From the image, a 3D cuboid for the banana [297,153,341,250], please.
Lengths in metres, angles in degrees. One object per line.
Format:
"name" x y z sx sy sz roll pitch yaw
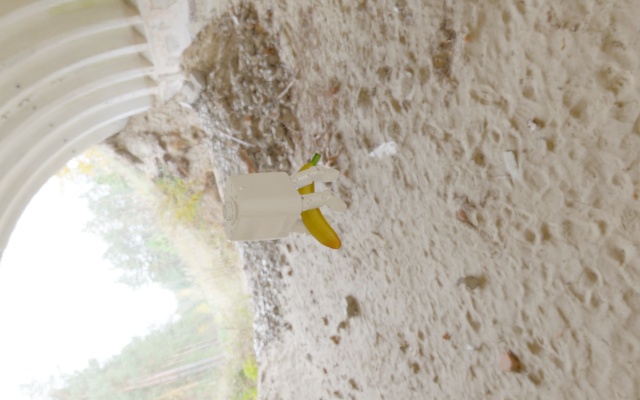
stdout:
"banana" -0.012 0.009 0.872 0.037 0.197 0.070 10 -35 -40
